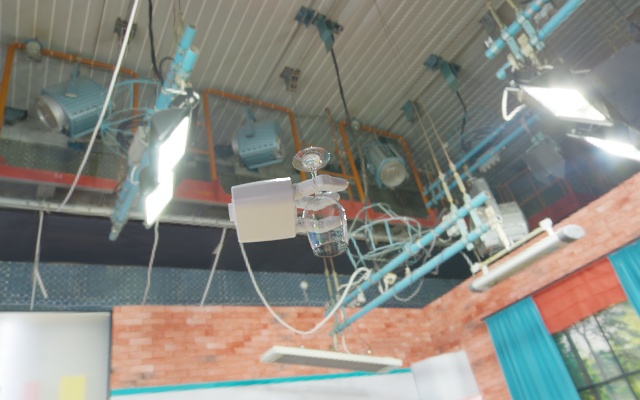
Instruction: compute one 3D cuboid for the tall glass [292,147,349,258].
[{"bbox_3d":[0.000,0.002,0.878,0.079,0.201,0.079,-10,-31,-6],"label":"tall glass"}]
